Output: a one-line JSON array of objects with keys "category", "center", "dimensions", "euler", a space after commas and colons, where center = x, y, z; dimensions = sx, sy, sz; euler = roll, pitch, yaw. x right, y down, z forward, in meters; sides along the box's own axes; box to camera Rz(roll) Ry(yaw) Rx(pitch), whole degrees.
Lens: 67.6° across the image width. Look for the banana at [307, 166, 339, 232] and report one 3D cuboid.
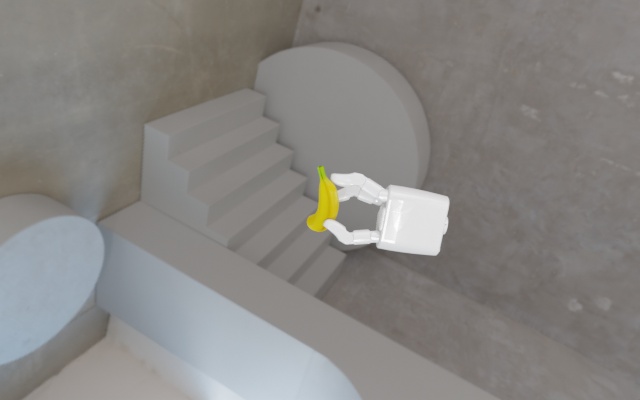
[{"category": "banana", "center": [0.005, 0.017, 0.885], "dimensions": [0.037, 0.069, 0.198], "euler": [-7, -30, -14]}]
